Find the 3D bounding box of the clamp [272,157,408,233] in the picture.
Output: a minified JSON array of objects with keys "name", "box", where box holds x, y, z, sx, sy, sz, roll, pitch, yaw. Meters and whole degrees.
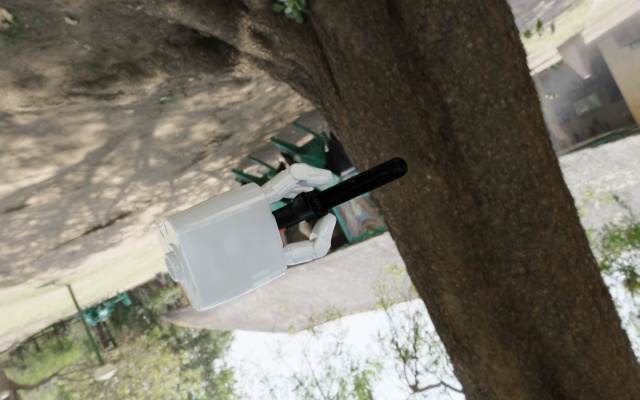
[{"name":"clamp","box":[0.000,0.003,0.596,0.164,0.036,0.210,-21,-3,-30]}]
